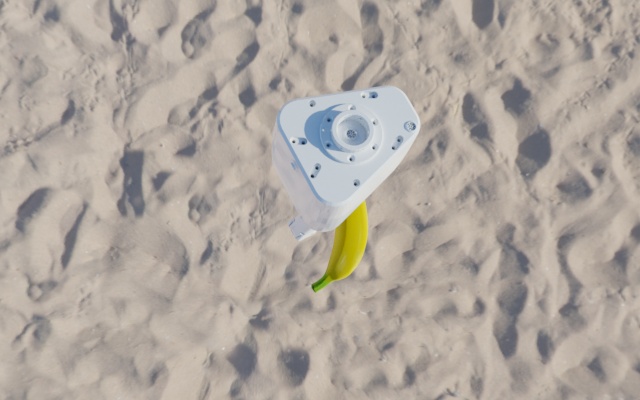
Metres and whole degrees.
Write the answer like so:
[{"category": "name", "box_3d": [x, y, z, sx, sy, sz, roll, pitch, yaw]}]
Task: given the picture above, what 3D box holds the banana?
[{"category": "banana", "box_3d": [0.019, 0.004, 0.554, 0.069, 0.197, 0.037, -2, -12, -6]}]
